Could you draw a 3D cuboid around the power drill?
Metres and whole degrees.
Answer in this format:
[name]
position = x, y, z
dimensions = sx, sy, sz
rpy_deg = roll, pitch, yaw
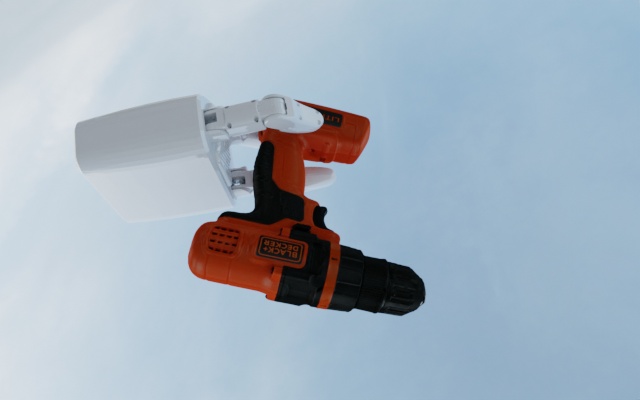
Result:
[power drill]
position = 0.000, 0.001, 0.408
dimensions = 0.184, 0.187, 0.057
rpy_deg = 13, -39, -6
